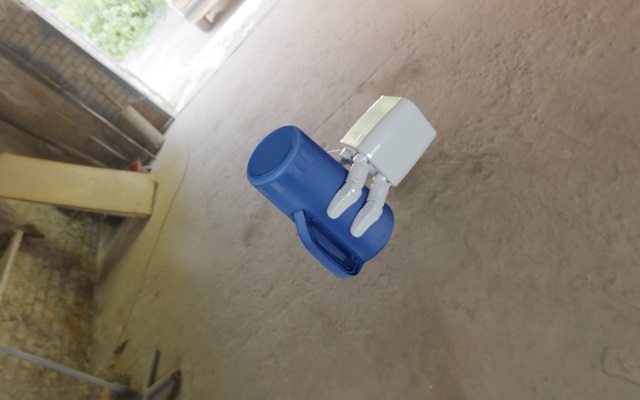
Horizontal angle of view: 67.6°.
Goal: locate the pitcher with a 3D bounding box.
[{"bbox_3d":[0.000,0.002,0.752,0.243,0.145,0.149,41,-1,-36],"label":"pitcher"}]
